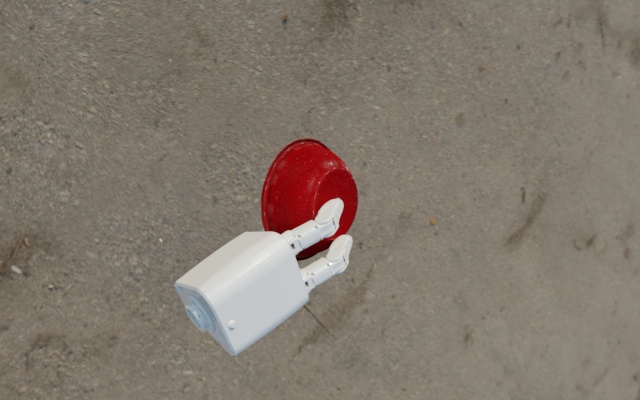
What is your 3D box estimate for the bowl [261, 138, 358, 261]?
[{"bbox_3d":[0.001,0.001,0.613,0.055,0.162,0.162,8,5,39],"label":"bowl"}]
